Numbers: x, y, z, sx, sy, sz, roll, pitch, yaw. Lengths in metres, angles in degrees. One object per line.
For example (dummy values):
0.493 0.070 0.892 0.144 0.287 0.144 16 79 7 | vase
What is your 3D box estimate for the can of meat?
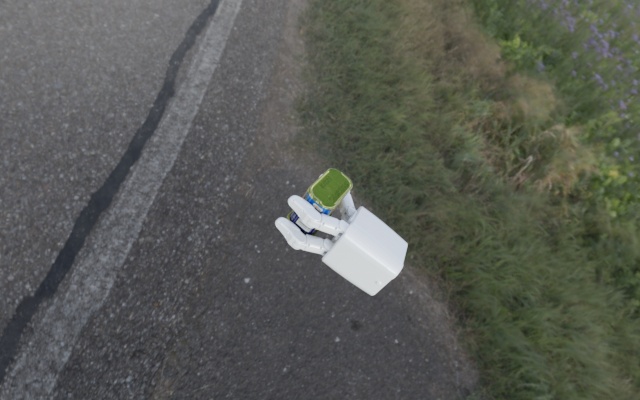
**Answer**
0.000 0.002 0.802 0.102 0.057 0.084 -47 -5 -48 | can of meat
